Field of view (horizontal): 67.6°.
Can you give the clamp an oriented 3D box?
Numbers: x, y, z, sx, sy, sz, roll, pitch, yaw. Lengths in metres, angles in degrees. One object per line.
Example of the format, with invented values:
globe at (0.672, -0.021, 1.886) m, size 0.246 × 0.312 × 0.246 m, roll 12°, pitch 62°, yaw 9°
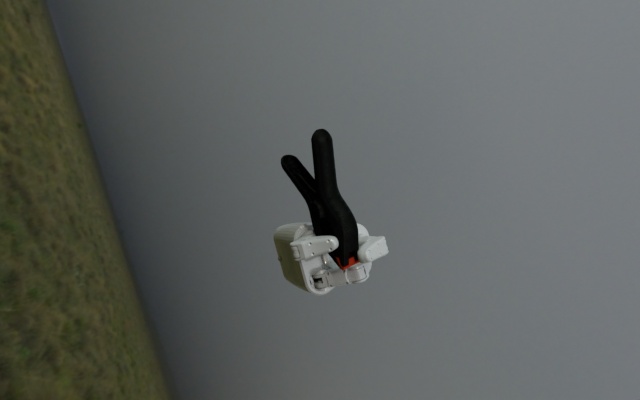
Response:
clamp at (0.001, 0.002, 0.601) m, size 0.039 × 0.171 × 0.120 m, roll -18°, pitch 6°, yaw -22°
